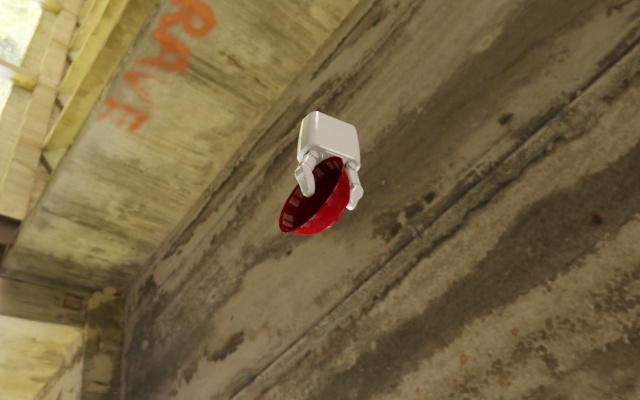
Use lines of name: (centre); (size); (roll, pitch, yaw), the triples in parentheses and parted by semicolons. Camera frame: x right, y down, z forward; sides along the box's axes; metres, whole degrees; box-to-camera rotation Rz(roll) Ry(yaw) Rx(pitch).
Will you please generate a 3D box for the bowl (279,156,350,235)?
bowl: (0.000, 0.004, 0.826); (0.055, 0.162, 0.162); (39, -17, -22)
